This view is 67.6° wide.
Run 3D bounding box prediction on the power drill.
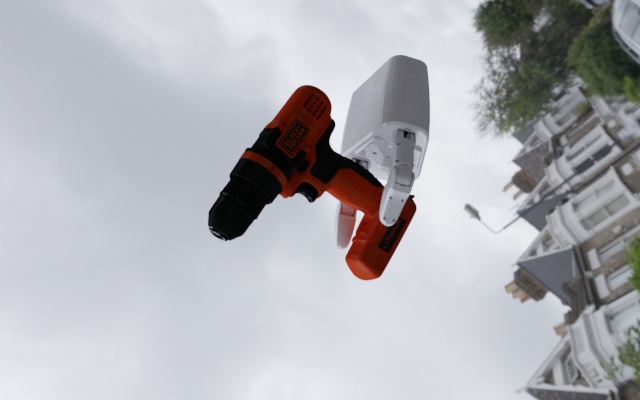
[{"bbox_3d":[0.001,0.002,0.493,0.188,0.184,0.057,40,-19,-21],"label":"power drill"}]
